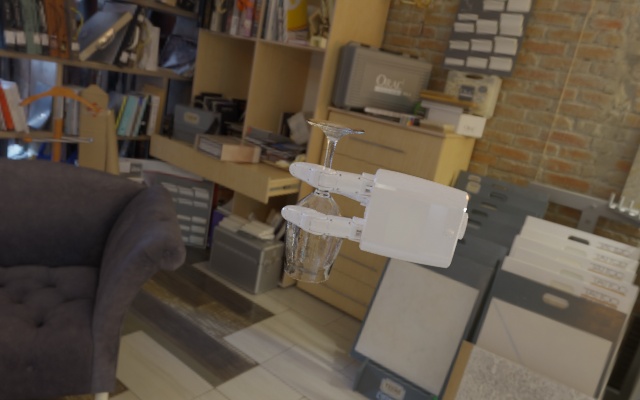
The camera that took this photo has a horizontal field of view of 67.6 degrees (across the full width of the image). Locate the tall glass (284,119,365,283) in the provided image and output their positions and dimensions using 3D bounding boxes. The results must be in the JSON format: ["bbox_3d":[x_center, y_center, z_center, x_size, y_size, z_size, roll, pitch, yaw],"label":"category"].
[{"bbox_3d":[0.000,0.001,0.613,0.079,0.201,0.079,11,15,-3],"label":"tall glass"}]
